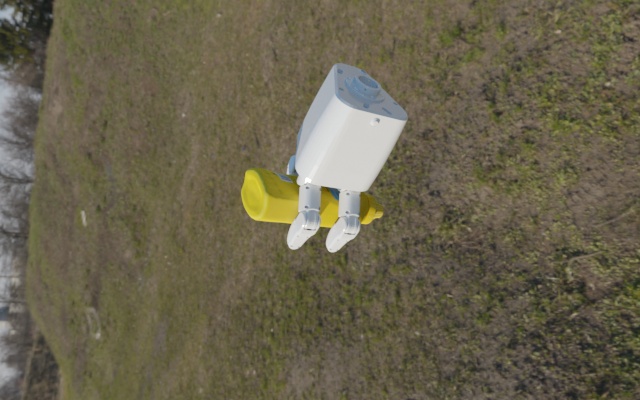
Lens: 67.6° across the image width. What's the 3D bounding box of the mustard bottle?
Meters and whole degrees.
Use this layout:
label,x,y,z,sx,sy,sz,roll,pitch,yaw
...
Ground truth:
label,x,y,z,sx,sy,sz,roll,pitch,yaw
mustard bottle,0.000,0.002,0.622,0.191,0.058,0.096,8,16,-28
